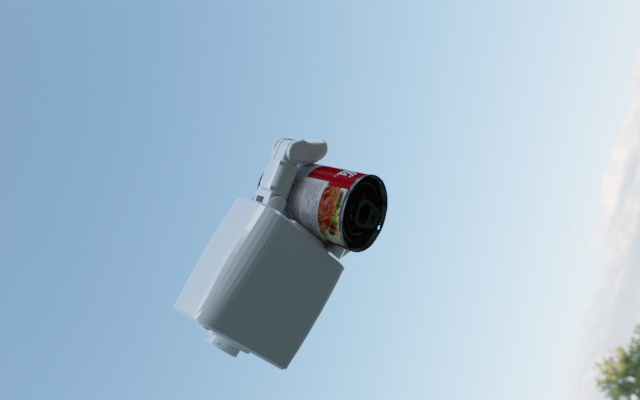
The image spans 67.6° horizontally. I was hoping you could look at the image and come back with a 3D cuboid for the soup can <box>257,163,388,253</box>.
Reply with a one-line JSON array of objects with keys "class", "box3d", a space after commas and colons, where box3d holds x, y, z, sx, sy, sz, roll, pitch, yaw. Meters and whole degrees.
[{"class": "soup can", "box3d": [0.000, 0.001, 0.433, 0.102, 0.068, 0.068, 15, 9, 38]}]
